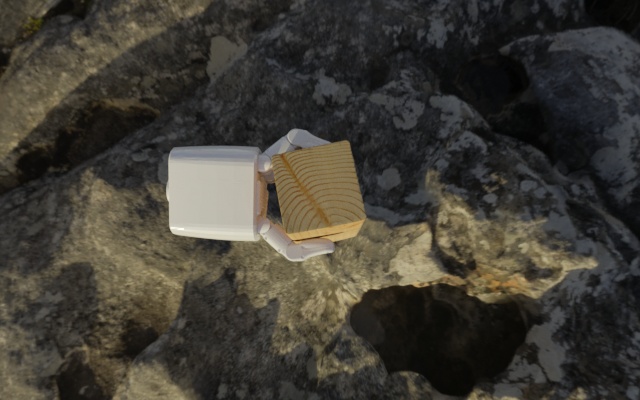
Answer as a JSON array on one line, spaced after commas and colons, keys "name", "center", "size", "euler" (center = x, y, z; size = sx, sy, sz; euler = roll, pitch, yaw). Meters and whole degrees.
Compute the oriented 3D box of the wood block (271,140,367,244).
[{"name": "wood block", "center": [0.000, 0.002, 0.609], "size": [0.090, 0.091, 0.206], "euler": [-11, -9, 0]}]
